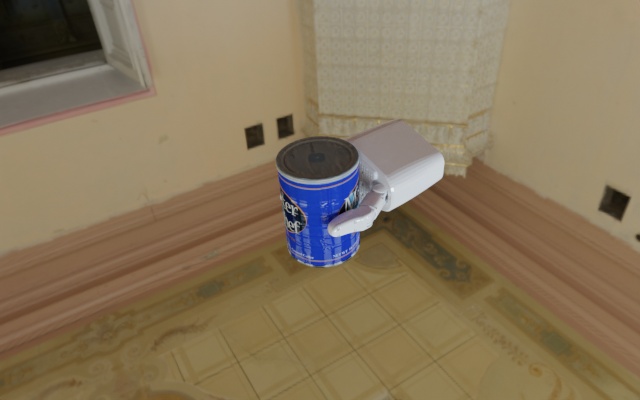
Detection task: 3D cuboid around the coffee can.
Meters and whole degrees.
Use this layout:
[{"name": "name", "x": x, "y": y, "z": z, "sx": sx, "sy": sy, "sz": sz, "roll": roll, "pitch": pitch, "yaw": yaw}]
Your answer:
[{"name": "coffee can", "x": 0.000, "y": 0.002, "z": 0.624, "sx": 0.103, "sy": 0.140, "sz": 0.102, "roll": -3, "pitch": 36, "yaw": 2}]
